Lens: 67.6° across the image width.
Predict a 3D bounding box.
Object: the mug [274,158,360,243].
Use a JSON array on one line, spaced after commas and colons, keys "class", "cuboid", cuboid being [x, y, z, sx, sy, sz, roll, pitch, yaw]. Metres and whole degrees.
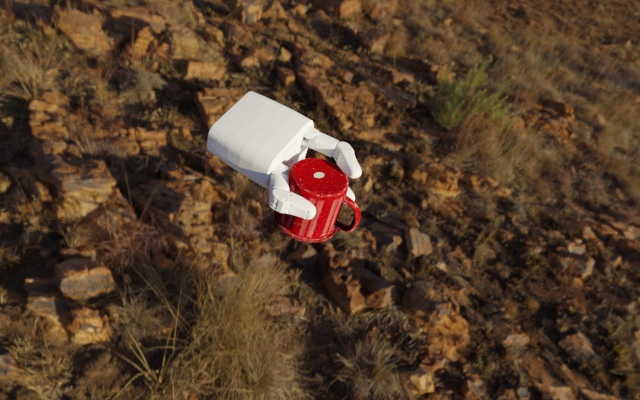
[{"class": "mug", "cuboid": [0.001, 0.003, 0.649, 0.117, 0.082, 0.093, 29, 43, 12]}]
